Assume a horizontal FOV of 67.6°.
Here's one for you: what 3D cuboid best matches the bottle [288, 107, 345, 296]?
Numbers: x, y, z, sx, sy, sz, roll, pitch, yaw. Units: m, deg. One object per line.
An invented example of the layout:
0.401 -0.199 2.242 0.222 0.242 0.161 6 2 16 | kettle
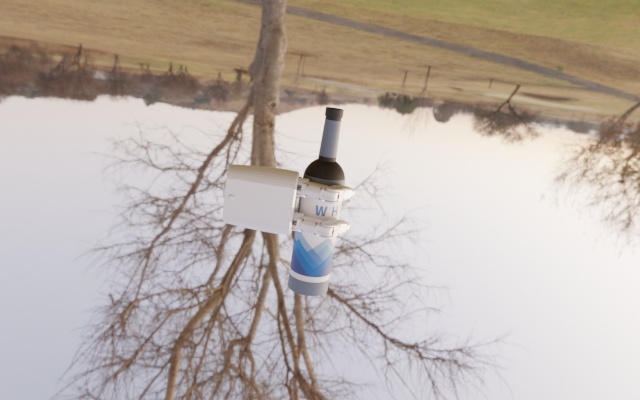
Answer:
0.000 0.003 0.753 0.069 0.296 0.069 8 14 -2 | bottle
